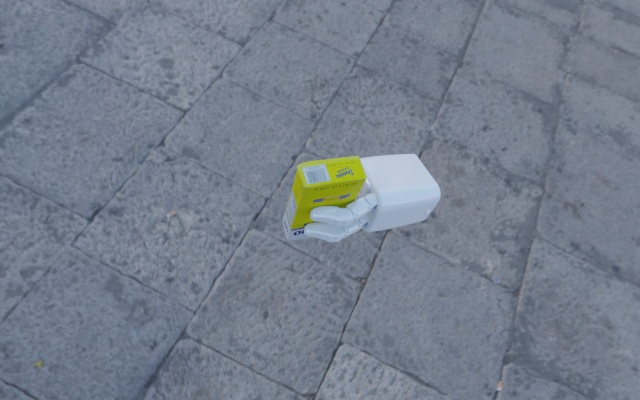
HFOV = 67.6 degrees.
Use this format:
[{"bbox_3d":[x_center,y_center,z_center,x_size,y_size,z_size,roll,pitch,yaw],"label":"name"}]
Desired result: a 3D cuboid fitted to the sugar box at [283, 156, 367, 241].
[{"bbox_3d":[0.000,0.003,0.725,0.093,0.048,0.176,-8,-29,-16],"label":"sugar box"}]
